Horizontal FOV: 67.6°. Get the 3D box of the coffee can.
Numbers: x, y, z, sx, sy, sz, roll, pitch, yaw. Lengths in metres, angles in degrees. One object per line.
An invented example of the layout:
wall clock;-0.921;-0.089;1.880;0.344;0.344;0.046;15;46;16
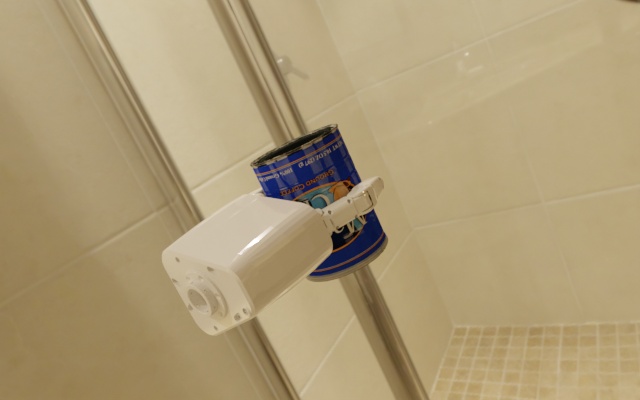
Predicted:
coffee can;0.000;0.002;0.520;0.103;0.140;0.102;-24;13;6
